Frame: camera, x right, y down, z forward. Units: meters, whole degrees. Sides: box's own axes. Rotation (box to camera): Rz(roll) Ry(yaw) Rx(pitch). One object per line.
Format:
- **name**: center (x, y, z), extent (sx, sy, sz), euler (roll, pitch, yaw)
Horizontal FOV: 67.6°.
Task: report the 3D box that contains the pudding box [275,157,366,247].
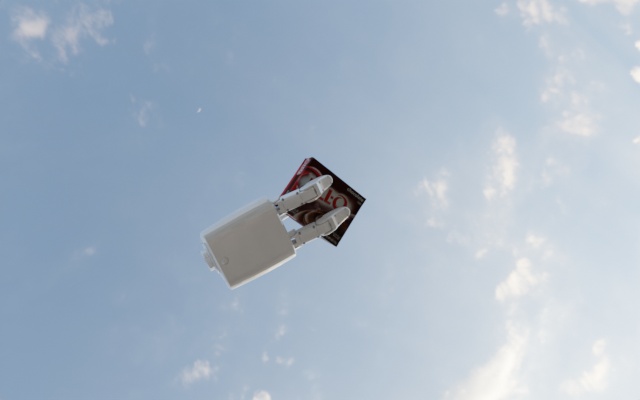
- **pudding box**: center (0.000, 0.002, 0.724), extent (0.113, 0.090, 0.039), euler (37, -11, -21)
